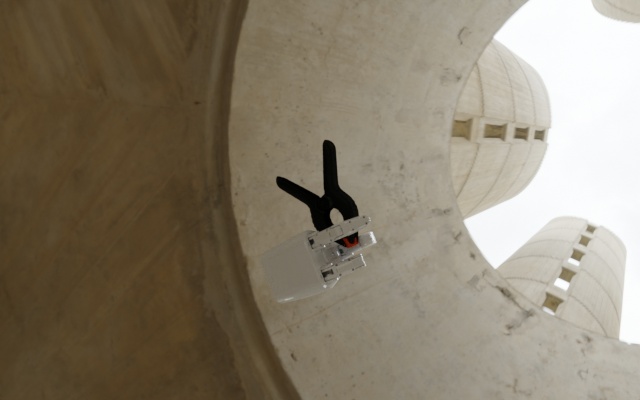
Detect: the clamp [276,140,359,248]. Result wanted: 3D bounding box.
[{"bbox_3d":[0.001,0.003,0.766,0.120,0.171,0.039,-26,-8,32],"label":"clamp"}]
